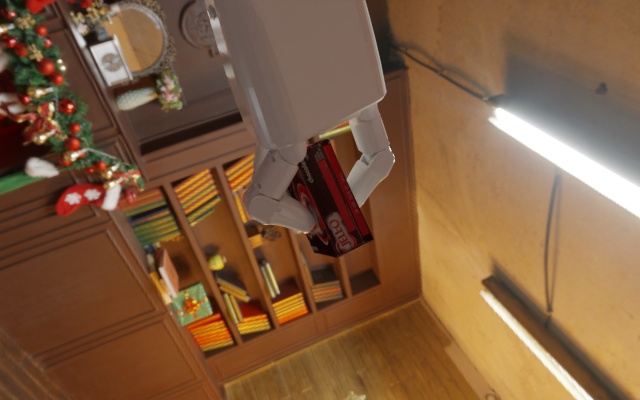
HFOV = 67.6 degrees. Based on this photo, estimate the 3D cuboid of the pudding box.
[{"bbox_3d":[0.000,0.001,0.419,0.039,0.090,0.113,-23,0,-9],"label":"pudding box"}]
